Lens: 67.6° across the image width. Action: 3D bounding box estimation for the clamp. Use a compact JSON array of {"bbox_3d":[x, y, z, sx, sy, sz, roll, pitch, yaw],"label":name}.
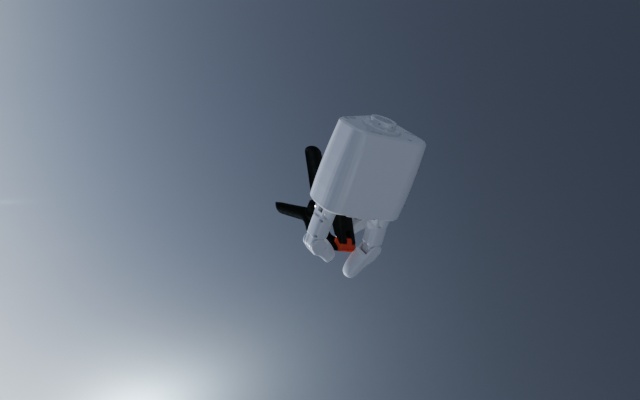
[{"bbox_3d":[0.000,0.002,0.679,0.039,0.120,0.171,-1,31,-40],"label":"clamp"}]
